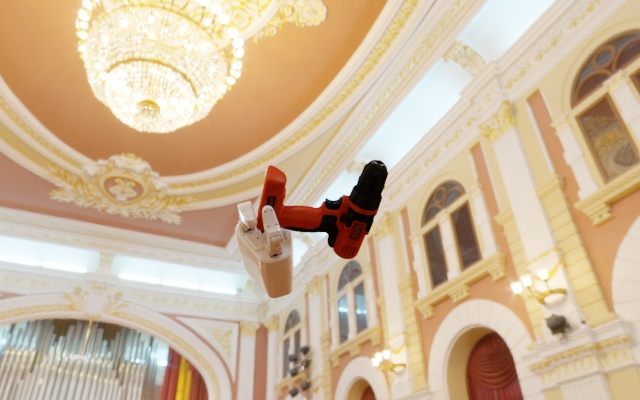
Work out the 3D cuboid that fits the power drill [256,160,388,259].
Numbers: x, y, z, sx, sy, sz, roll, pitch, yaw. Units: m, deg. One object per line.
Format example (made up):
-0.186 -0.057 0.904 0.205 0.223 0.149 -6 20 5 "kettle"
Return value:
0.000 0.003 0.760 0.187 0.184 0.057 13 29 -8 "power drill"
